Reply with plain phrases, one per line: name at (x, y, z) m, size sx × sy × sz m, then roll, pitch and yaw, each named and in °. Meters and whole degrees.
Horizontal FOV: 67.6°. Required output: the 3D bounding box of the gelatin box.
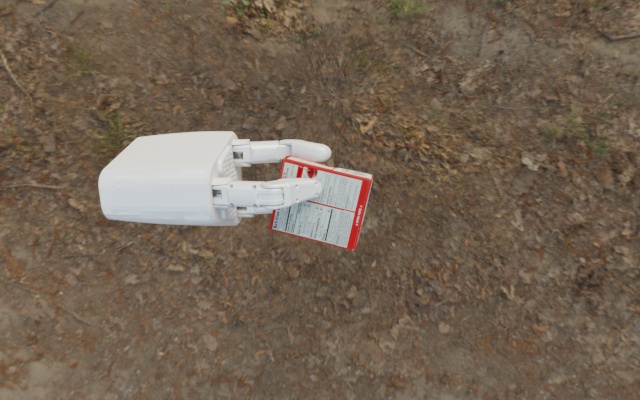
gelatin box at (0.000, 0.002, 0.467) m, size 0.089 × 0.073 × 0.030 m, roll 14°, pitch 14°, yaw 7°
